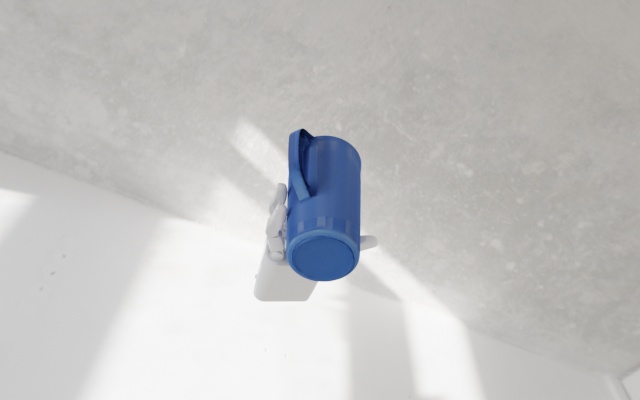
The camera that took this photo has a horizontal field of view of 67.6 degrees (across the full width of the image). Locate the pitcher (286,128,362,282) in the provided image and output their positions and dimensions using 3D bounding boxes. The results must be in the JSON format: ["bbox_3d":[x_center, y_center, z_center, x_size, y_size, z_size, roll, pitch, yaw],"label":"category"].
[{"bbox_3d":[0.000,0.003,0.772,0.149,0.145,0.242,15,37,-11],"label":"pitcher"}]
